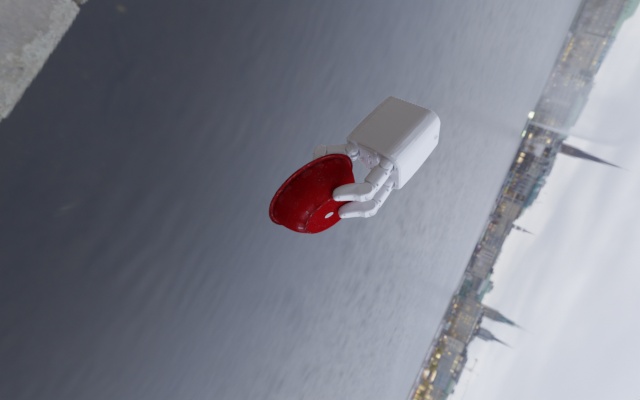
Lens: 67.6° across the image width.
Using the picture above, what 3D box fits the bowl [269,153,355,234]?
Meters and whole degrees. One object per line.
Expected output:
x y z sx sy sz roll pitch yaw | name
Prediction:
-0.001 0.004 0.757 0.162 0.055 0.162 -30 -26 -16 | bowl
